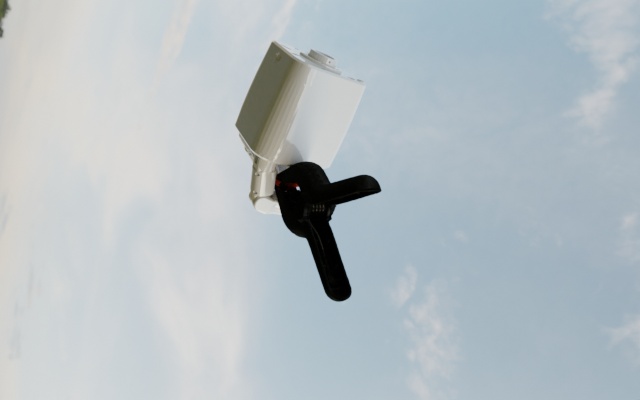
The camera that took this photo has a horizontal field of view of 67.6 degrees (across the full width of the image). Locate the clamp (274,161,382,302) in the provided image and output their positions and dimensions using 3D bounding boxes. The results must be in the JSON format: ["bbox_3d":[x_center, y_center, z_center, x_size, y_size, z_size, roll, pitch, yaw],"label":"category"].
[{"bbox_3d":[0.000,0.002,0.471,0.039,0.120,0.171,7,28,-36],"label":"clamp"}]
